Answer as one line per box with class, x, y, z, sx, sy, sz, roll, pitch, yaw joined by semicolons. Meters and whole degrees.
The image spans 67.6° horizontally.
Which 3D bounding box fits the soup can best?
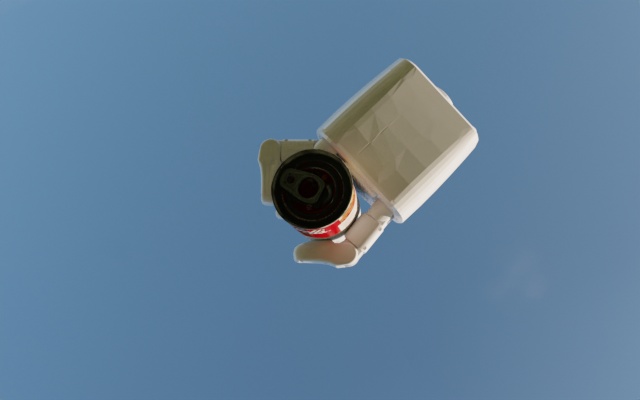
soup can;0.000;0.002;0.435;0.068;0.068;0.102;0;-13;9
